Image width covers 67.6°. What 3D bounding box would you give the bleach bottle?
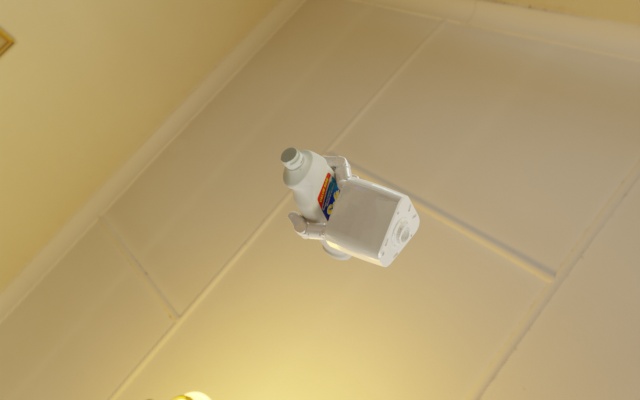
[{"bbox_3d":[0.000,0.003,0.811,0.068,0.102,0.251,20,-20,37],"label":"bleach bottle"}]
